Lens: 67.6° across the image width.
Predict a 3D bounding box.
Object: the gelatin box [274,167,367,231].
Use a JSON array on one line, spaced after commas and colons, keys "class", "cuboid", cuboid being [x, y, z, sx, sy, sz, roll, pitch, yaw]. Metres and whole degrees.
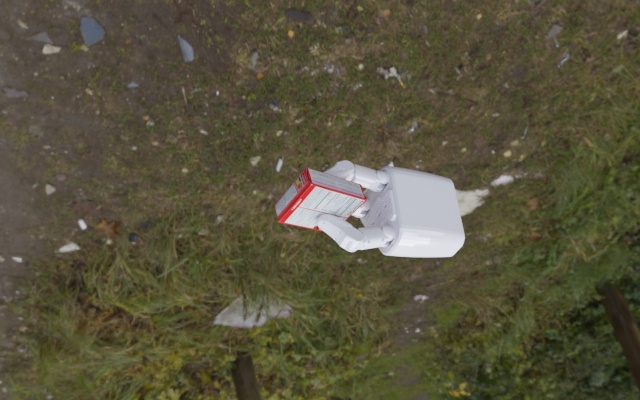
[{"class": "gelatin box", "cuboid": [0.000, 0.002, 0.583, 0.089, 0.030, 0.073, 14, -47, -36]}]
